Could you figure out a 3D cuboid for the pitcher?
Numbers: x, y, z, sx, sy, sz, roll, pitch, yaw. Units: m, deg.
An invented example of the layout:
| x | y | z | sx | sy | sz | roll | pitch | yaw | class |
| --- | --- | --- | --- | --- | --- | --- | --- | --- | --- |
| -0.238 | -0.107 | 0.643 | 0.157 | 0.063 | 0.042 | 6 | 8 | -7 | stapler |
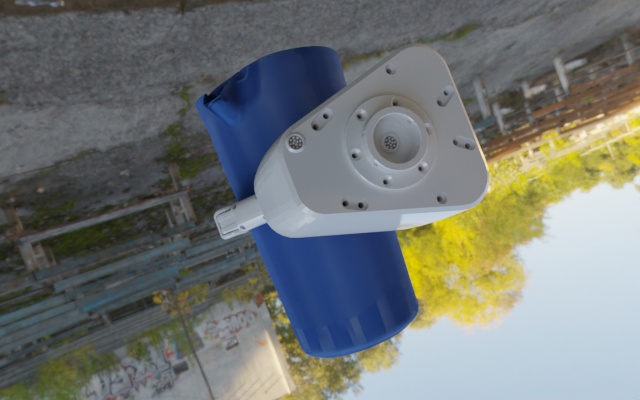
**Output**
| x | y | z | sx | sy | sz | roll | pitch | yaw | class |
| --- | --- | --- | --- | --- | --- | --- | --- | --- | --- |
| 0.000 | 0.001 | 0.427 | 0.149 | 0.243 | 0.145 | -20 | -2 | -15 | pitcher |
